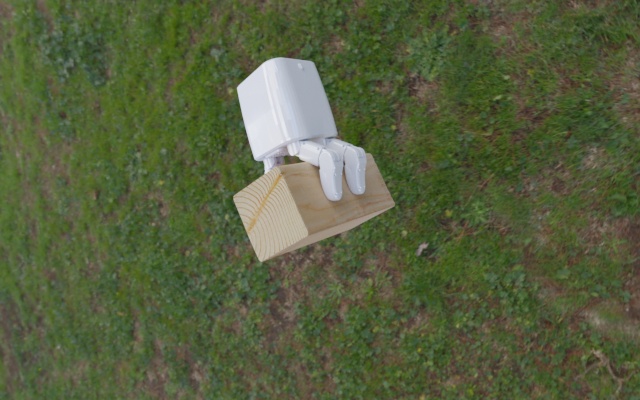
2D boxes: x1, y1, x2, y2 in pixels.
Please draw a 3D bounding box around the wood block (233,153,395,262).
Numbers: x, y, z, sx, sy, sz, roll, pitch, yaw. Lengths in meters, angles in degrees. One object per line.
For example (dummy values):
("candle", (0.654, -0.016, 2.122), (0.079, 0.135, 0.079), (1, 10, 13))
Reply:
("wood block", (0.000, 0.002, 0.636), (0.091, 0.090, 0.206), (-30, -10, 37))
